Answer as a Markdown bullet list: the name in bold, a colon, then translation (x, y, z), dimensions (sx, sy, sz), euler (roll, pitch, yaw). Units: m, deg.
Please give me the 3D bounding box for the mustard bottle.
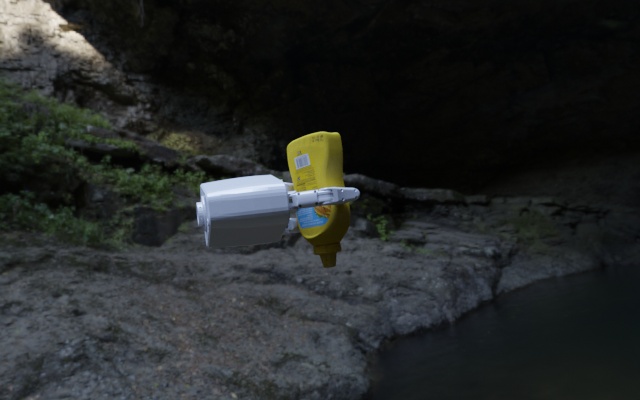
- **mustard bottle**: translation (0.000, 0.002, 0.701), dimensions (0.058, 0.191, 0.096), euler (-3, -7, -42)
